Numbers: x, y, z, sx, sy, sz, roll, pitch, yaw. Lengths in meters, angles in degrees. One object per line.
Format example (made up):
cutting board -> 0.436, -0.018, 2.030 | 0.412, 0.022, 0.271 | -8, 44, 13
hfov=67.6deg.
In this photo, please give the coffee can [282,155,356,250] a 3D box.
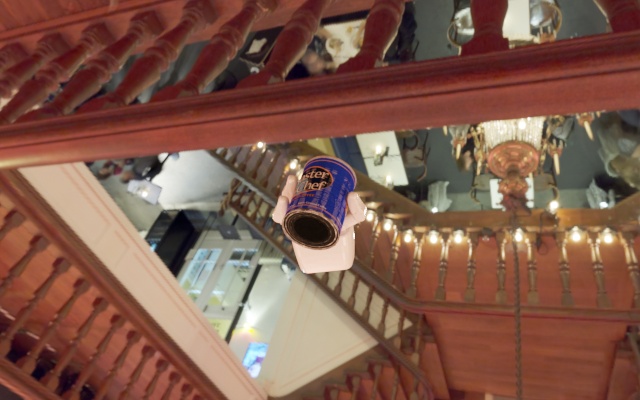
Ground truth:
coffee can -> 0.000, 0.003, 0.853 | 0.103, 0.140, 0.103 | 11, -43, 10
